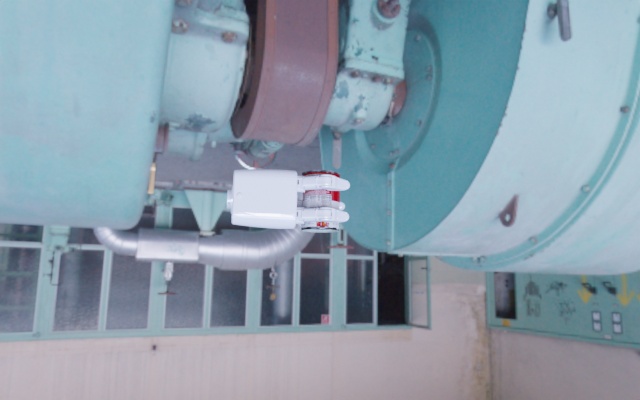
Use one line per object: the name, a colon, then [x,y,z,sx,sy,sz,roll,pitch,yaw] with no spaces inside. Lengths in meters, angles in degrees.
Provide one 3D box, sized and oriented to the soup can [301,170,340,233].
soup can: [0.001,0.003,0.837,0.068,0.102,0.068,1,-9,0]
